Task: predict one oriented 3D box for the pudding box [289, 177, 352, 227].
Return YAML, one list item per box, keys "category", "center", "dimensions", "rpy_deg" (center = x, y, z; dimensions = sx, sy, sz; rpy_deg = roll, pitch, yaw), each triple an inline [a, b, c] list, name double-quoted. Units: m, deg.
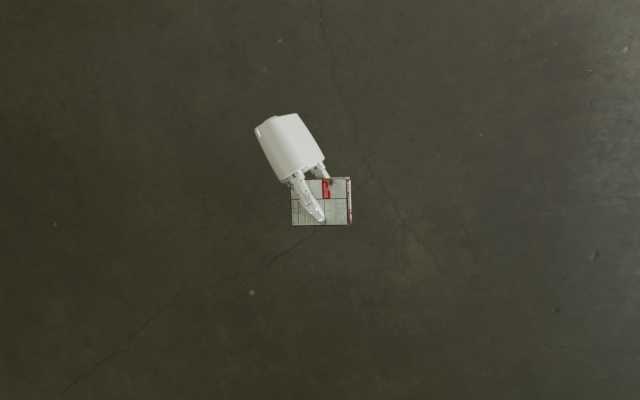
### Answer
- category: "pudding box"
  center: [0.000, 0.003, 0.892]
  dimensions: [0.113, 0.090, 0.039]
  rpy_deg: [-1, 5, 13]
